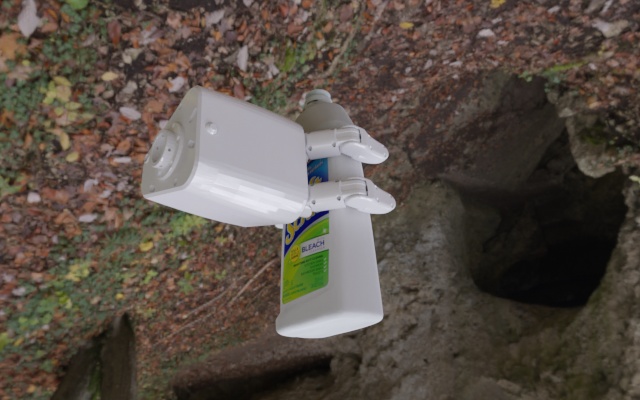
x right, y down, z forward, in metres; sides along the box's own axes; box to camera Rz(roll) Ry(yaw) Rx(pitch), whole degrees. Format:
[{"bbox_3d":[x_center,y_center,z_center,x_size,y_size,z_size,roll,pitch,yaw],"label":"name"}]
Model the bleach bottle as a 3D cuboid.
[{"bbox_3d":[0.000,0.002,0.480,0.068,0.250,0.102,18,-33,-39],"label":"bleach bottle"}]
